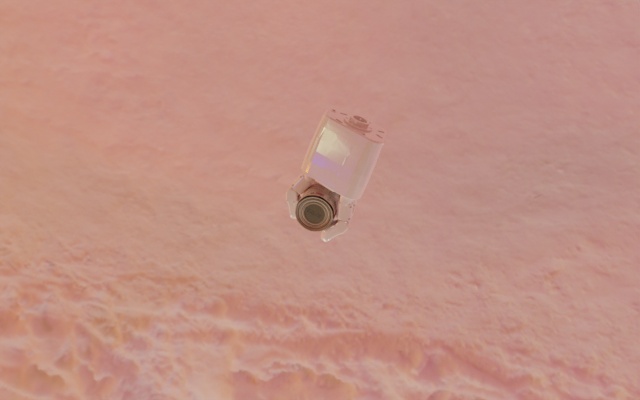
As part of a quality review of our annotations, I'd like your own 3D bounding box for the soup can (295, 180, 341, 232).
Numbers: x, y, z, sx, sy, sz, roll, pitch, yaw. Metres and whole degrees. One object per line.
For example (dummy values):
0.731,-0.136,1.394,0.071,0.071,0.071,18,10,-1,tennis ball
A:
0.000,0.003,0.833,0.068,0.068,0.102,0,24,13,soup can
